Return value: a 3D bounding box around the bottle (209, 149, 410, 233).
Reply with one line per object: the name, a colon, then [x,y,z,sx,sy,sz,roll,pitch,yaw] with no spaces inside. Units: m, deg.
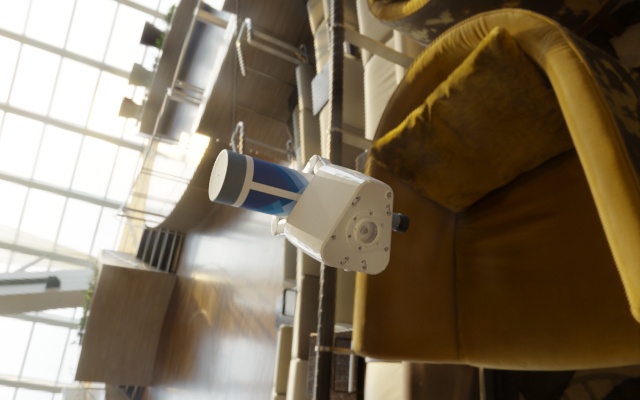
bottle: [0.000,0.002,0.657,0.296,0.069,0.069,15,-7,-27]
